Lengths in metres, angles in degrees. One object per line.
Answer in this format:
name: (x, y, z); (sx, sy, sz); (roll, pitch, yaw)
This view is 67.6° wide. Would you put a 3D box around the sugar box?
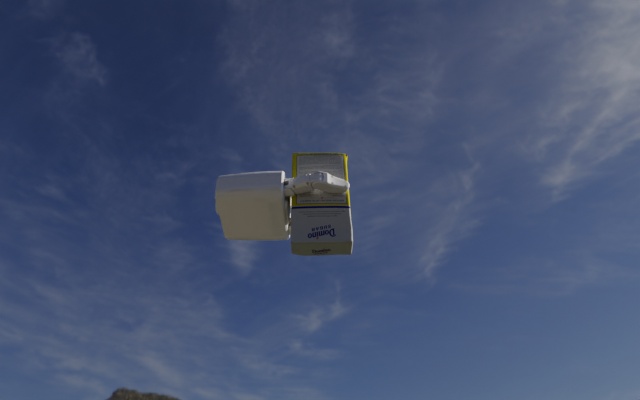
sugar box: (0.000, 0.003, 0.758); (0.093, 0.176, 0.048); (0, -34, -1)
